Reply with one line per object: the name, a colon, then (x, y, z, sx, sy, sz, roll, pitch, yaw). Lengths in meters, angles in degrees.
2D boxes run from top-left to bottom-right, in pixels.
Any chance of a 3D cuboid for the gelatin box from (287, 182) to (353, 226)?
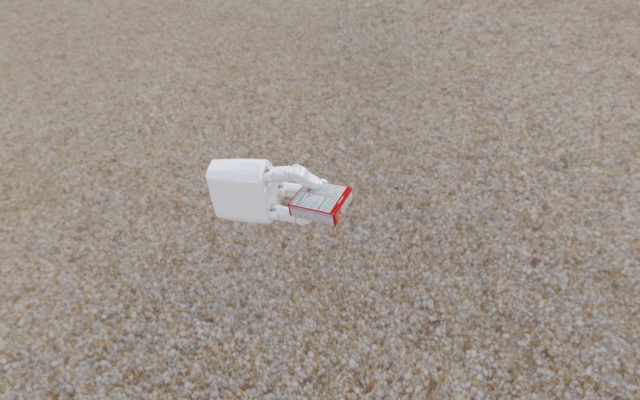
gelatin box: (0.000, 0.002, 0.804, 0.089, 0.030, 0.073, 11, 44, 26)
